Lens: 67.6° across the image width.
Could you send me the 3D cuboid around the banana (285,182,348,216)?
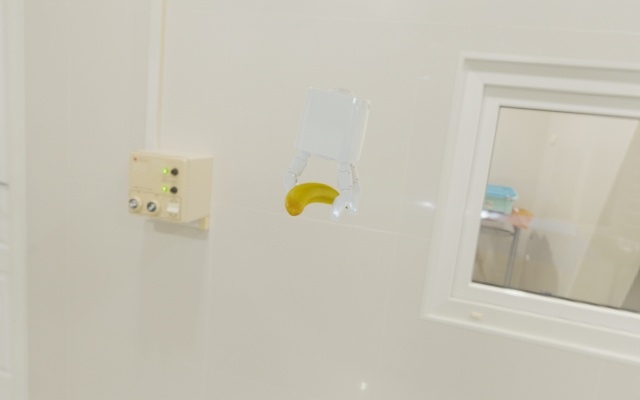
[{"bbox_3d":[-0.013,-0.005,0.812,0.069,0.037,0.198,27,17,27],"label":"banana"}]
